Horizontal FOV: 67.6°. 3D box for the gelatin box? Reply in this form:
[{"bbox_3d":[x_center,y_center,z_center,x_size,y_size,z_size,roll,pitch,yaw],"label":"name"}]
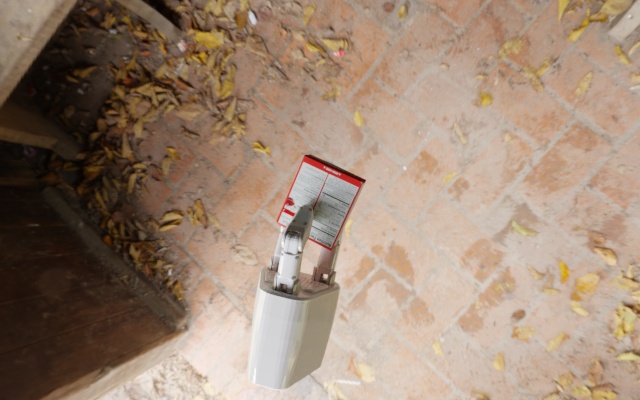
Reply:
[{"bbox_3d":[0.000,0.002,0.543,0.073,0.089,0.030,25,12,9],"label":"gelatin box"}]
